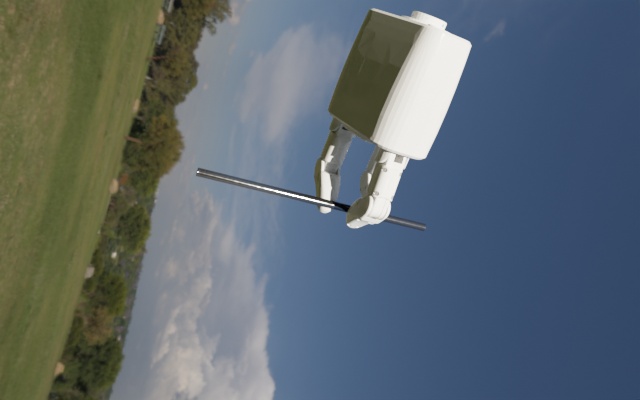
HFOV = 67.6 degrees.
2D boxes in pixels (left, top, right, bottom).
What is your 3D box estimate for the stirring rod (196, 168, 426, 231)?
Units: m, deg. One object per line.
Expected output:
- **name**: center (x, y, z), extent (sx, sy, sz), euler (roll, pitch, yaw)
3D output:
- **stirring rod**: center (0.000, 0.001, 0.466), extent (0.239, 0.011, 0.011), euler (14, -5, -20)
